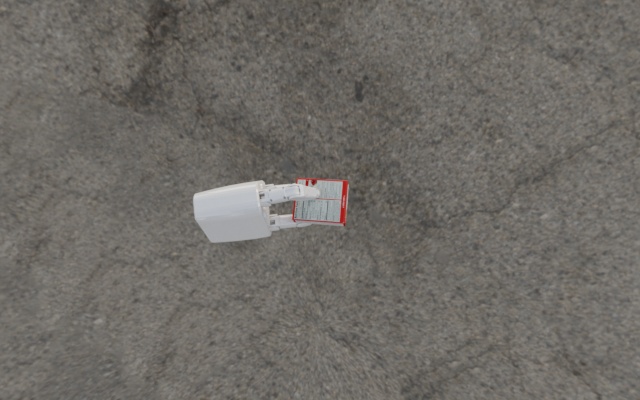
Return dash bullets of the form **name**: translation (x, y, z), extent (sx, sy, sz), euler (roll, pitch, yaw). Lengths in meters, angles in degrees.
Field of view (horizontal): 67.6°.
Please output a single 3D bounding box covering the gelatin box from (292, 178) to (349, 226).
- **gelatin box**: translation (0.000, 0.003, 0.796), extent (0.089, 0.073, 0.030), euler (3, -13, 8)
